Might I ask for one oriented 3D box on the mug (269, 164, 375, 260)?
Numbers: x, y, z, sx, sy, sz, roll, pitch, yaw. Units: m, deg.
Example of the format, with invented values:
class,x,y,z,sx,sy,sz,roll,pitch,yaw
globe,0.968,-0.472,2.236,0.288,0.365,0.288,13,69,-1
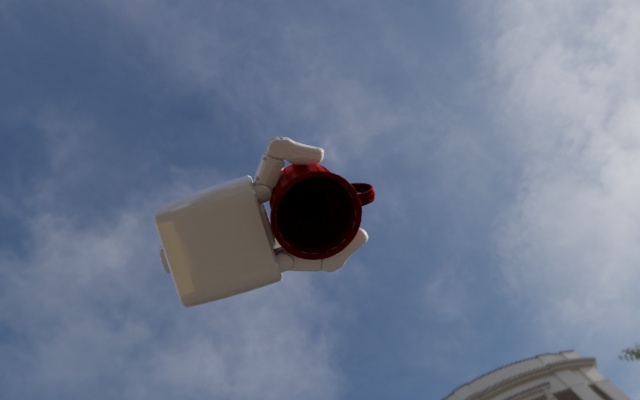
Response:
class,x,y,z,sx,sy,sz,roll,pitch,yaw
mug,0.001,0.001,0.511,0.117,0.093,0.081,-17,19,-7
